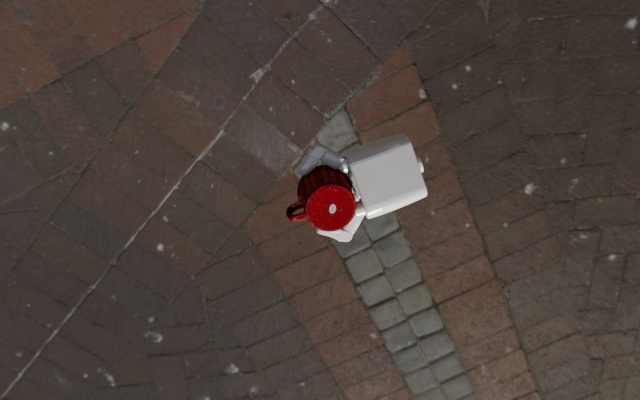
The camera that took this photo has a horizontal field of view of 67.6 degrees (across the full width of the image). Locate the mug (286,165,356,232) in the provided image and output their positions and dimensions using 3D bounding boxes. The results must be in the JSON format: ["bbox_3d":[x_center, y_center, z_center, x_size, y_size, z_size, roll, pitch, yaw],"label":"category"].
[{"bbox_3d":[-0.001,0.003,0.762,0.117,0.093,0.081,-20,21,1],"label":"mug"}]
